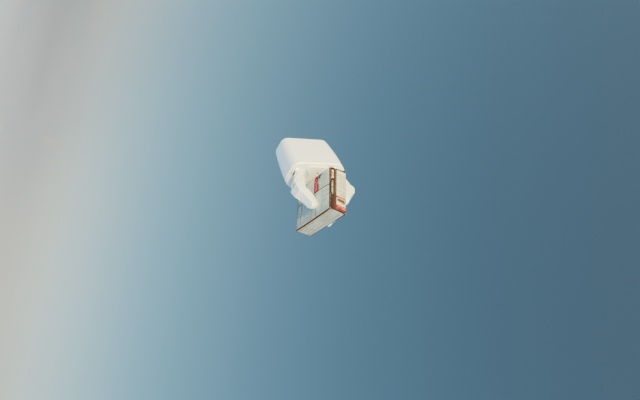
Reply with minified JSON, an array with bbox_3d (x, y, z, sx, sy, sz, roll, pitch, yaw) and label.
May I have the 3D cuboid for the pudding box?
[{"bbox_3d":[0.000,0.003,0.872,0.039,0.090,0.113,18,-34,-28],"label":"pudding box"}]
